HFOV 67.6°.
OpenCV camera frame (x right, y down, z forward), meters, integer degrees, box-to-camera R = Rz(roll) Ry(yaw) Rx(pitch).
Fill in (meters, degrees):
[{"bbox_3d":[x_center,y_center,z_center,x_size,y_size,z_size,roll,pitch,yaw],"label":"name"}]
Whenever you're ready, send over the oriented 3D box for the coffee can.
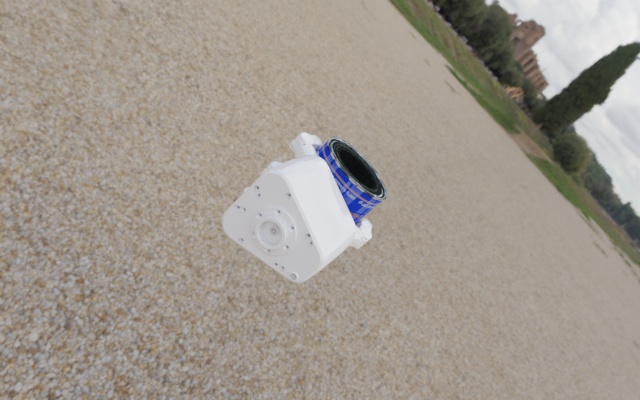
[{"bbox_3d":[0.000,0.002,0.615,0.140,0.102,0.103,-42,-19,23],"label":"coffee can"}]
